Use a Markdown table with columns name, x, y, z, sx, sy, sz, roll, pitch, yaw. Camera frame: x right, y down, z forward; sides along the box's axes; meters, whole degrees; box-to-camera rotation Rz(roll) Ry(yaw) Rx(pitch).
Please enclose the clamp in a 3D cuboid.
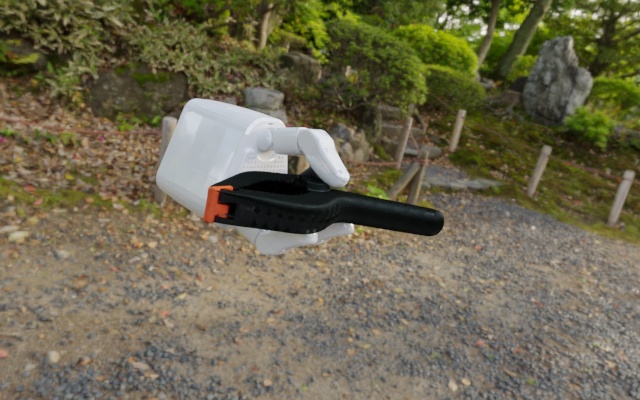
| name | x | y | z | sx | sy | sz | roll | pitch | yaw |
| --- | --- | --- | --- | --- | --- | --- | --- | --- | --- |
| clamp | 0.000 | 0.001 | 0.413 | 0.164 | 0.036 | 0.210 | 24 | 19 | 34 |
